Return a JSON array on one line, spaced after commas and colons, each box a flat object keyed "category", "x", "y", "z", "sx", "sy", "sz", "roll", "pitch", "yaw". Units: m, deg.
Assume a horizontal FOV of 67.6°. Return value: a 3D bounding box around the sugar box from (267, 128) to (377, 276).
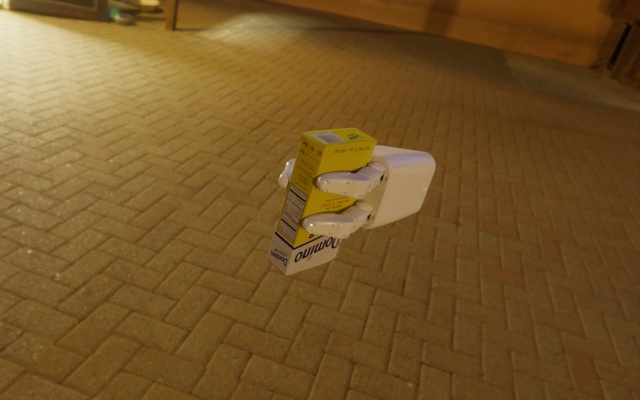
[{"category": "sugar box", "x": 0.001, "y": 0.002, "z": 0.577, "sx": 0.093, "sy": 0.176, "sz": 0.048, "roll": -13, "pitch": 37, "yaw": -44}]
